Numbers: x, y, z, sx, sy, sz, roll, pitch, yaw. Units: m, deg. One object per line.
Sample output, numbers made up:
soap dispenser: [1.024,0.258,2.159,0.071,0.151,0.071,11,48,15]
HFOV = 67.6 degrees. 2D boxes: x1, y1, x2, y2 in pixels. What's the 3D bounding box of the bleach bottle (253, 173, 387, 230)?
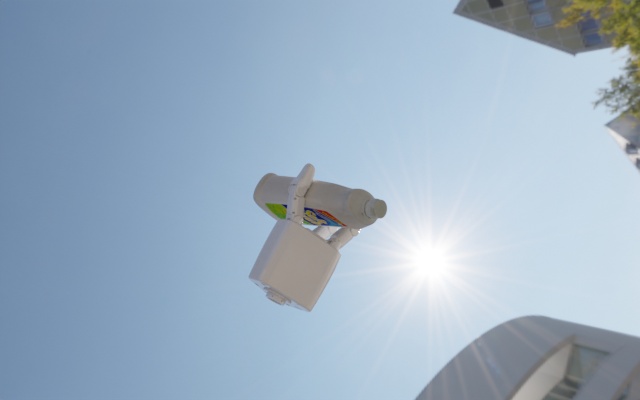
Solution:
bleach bottle: [0.000,0.003,0.785,0.251,0.068,0.103,3,-32,48]
